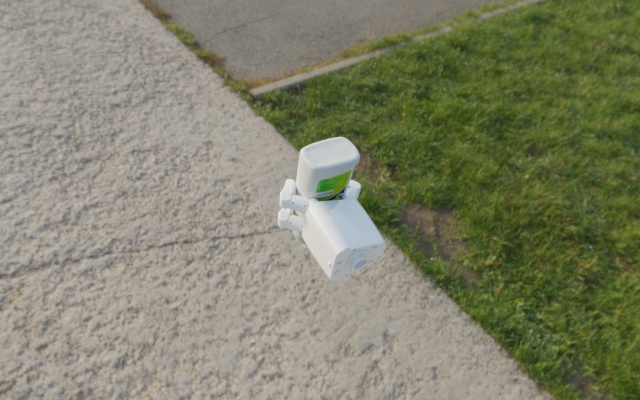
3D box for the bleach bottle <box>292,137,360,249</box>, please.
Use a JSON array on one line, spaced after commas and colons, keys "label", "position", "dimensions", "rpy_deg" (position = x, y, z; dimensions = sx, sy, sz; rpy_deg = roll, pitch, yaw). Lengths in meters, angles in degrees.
[{"label": "bleach bottle", "position": [0.000, 0.003, 0.888], "dimensions": [0.102, 0.068, 0.251], "rpy_deg": [-18, -37, -23]}]
